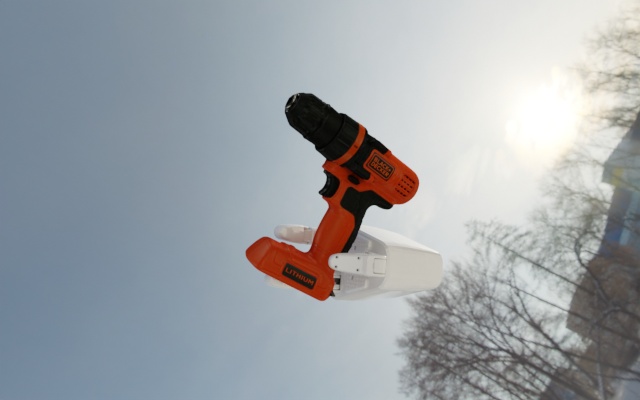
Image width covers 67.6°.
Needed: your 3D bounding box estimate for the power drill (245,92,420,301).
[{"bbox_3d":[0.000,0.002,0.518,0.184,0.187,0.057,33,2,-26],"label":"power drill"}]
